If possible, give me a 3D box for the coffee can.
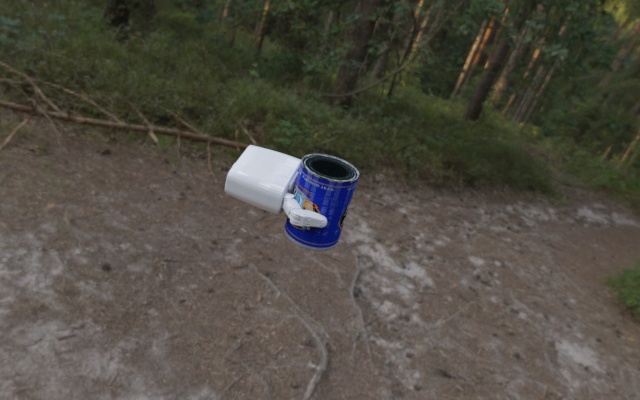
[{"bbox_3d":[0.000,0.003,0.841,0.103,0.140,0.102,12,27,-7],"label":"coffee can"}]
